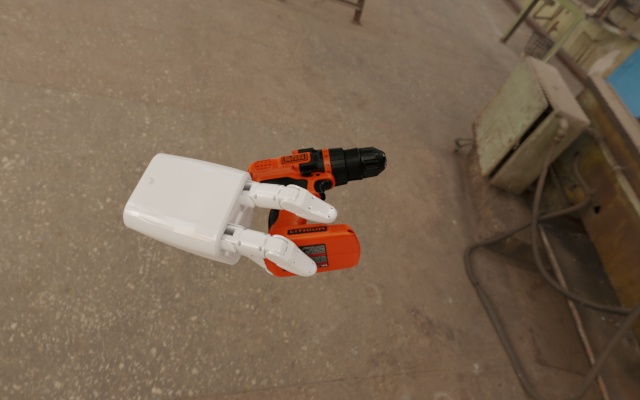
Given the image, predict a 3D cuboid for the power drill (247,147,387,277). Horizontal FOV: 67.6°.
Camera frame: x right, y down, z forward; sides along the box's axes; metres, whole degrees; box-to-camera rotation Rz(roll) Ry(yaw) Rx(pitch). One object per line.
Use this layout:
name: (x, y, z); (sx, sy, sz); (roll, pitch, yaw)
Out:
power drill: (0.000, 0.002, 0.576); (0.184, 0.057, 0.187); (-9, 37, 3)
